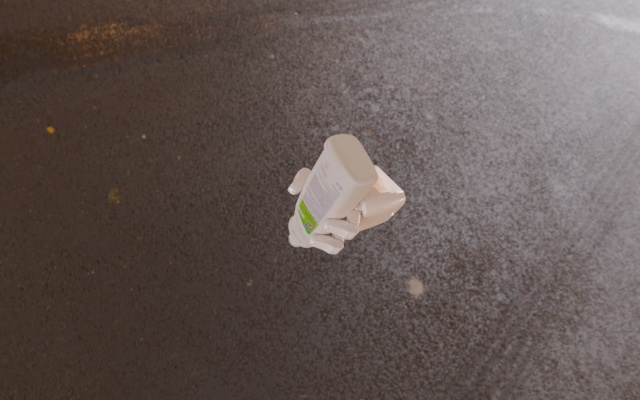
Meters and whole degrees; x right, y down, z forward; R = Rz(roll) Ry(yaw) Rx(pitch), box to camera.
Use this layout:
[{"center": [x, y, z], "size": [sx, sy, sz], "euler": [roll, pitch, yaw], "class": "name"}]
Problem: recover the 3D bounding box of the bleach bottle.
[{"center": [0.000, 0.003, 0.826], "size": [0.068, 0.102, 0.251], "euler": [-13, -25, -36], "class": "bleach bottle"}]
